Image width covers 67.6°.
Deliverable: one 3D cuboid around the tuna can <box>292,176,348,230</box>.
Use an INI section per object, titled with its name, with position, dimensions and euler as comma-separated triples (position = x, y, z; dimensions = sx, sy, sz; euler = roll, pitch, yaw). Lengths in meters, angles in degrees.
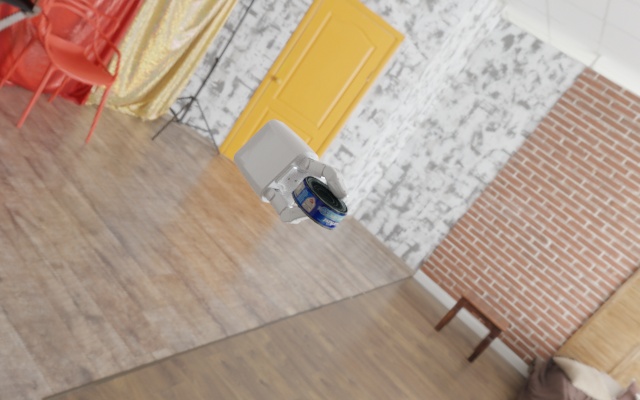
[tuna can]
position = 0.001, 0.002, 0.722
dimensions = 0.086, 0.034, 0.086
euler = 37, 17, -14
